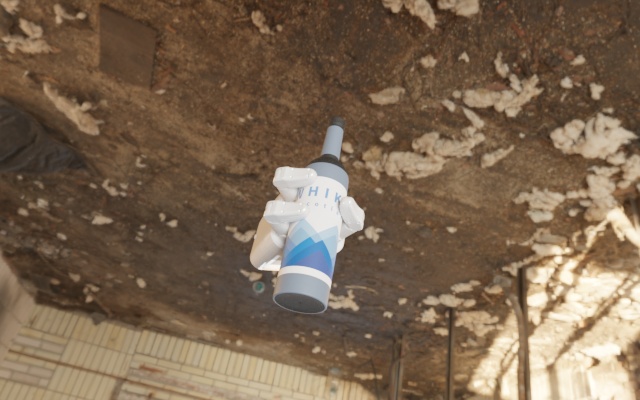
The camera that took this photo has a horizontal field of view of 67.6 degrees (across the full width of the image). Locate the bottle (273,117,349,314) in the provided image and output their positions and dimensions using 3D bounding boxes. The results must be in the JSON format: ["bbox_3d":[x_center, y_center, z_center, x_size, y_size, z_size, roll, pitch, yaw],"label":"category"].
[{"bbox_3d":[0.000,0.002,0.651,0.069,0.295,0.069,8,-33,5],"label":"bottle"}]
